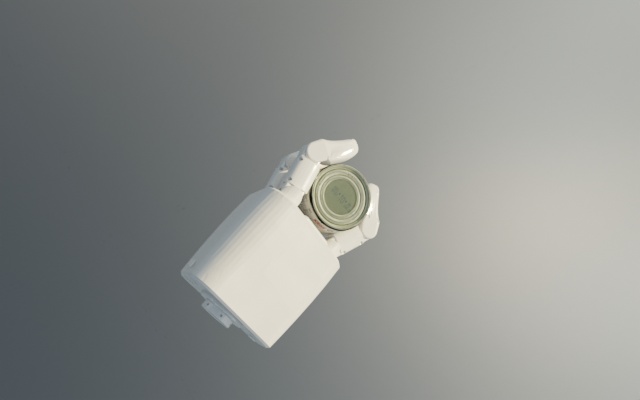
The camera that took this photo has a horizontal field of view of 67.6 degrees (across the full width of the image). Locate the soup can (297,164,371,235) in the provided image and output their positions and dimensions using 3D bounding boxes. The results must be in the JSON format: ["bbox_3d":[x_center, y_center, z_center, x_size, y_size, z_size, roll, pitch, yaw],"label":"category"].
[{"bbox_3d":[0.001,0.001,0.507,0.068,0.068,0.102,0,-6,-24],"label":"soup can"}]
